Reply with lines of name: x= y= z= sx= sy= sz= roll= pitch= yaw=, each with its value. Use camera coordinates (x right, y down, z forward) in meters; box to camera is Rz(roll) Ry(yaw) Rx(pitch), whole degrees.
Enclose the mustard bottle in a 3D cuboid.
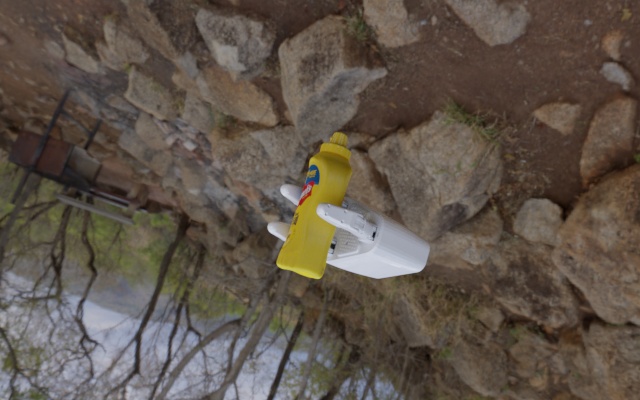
mustard bottle: x=0.000 y=0.002 z=0.619 sx=0.058 sy=0.191 sz=0.096 roll=20 pitch=-11 yaw=-11
